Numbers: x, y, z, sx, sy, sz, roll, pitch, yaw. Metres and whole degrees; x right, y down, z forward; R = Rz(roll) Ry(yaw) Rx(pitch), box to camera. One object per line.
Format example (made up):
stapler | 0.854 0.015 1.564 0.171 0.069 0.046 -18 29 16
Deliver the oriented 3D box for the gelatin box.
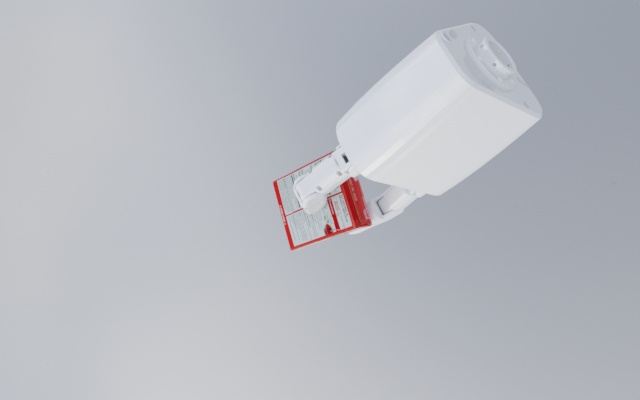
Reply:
gelatin box | 0.000 0.002 0.458 0.089 0.073 0.030 -23 -11 40
